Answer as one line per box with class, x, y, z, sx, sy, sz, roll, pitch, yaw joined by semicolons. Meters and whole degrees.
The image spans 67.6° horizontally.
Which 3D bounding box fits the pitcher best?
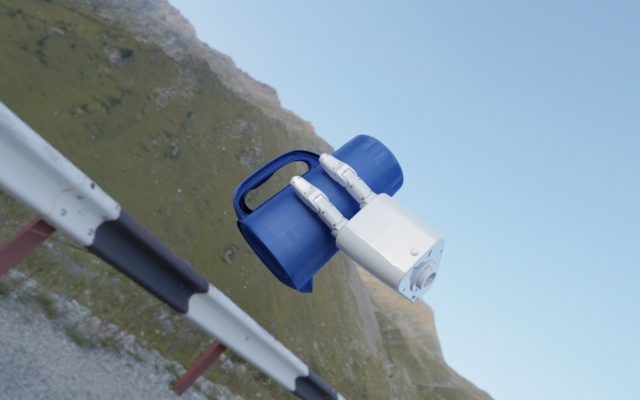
pitcher;0.000;0.002;0.707;0.145;0.243;0.149;38;-21;33
